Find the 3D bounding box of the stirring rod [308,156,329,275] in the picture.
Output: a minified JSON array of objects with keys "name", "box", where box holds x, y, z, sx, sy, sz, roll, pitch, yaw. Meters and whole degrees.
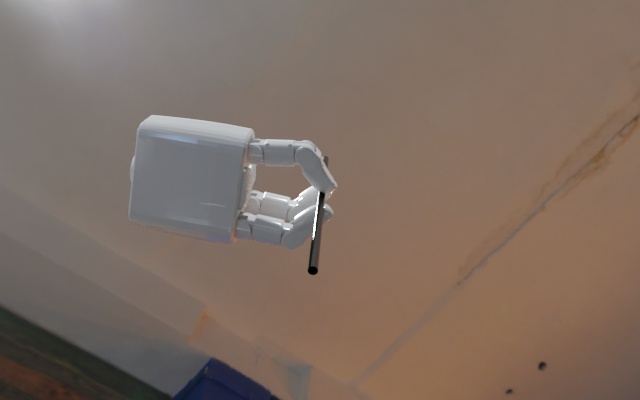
[{"name":"stirring rod","box":[0.000,0.002,0.469,0.011,0.011,0.239,0,25,3]}]
